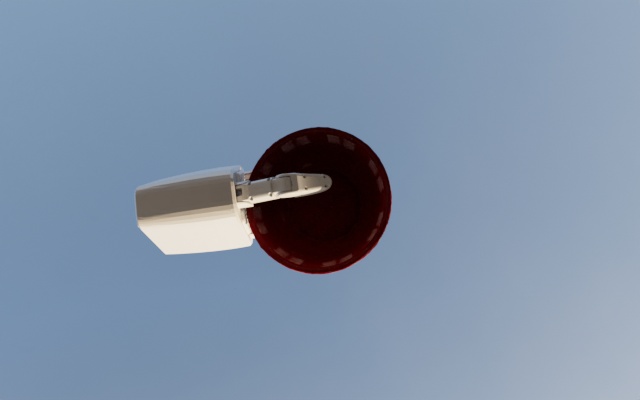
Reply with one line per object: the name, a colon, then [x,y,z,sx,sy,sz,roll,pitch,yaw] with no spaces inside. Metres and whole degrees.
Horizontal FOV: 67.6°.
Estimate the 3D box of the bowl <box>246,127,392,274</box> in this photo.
bowl: [0.001,0.002,0.542,0.162,0.162,0.055,0,-7,10]
